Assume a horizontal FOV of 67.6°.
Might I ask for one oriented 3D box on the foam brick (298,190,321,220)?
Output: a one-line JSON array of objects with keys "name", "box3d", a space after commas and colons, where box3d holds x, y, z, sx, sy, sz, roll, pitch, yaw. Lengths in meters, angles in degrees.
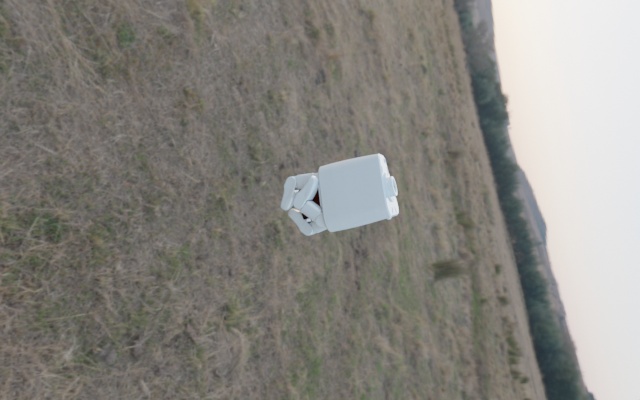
[{"name": "foam brick", "box3d": [0.000, 0.003, 0.853, 0.051, 0.053, 0.078, -14, -3, 19]}]
